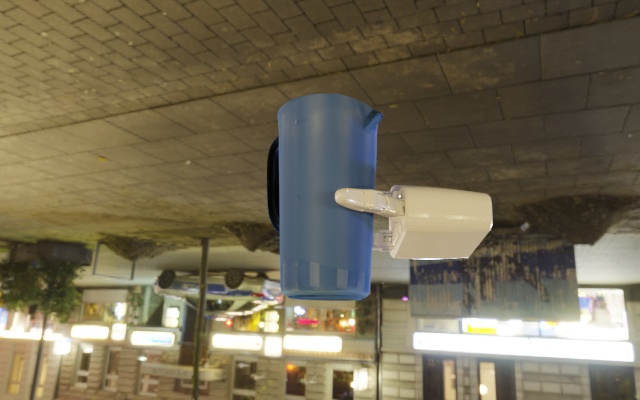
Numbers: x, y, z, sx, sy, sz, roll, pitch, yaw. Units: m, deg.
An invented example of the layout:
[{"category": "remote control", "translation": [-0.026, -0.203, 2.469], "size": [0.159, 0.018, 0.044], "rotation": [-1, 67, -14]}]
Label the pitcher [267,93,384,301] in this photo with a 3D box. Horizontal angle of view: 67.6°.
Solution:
[{"category": "pitcher", "translation": [0.000, 0.002, 0.607], "size": [0.145, 0.242, 0.149], "rotation": [3, -14, -5]}]
